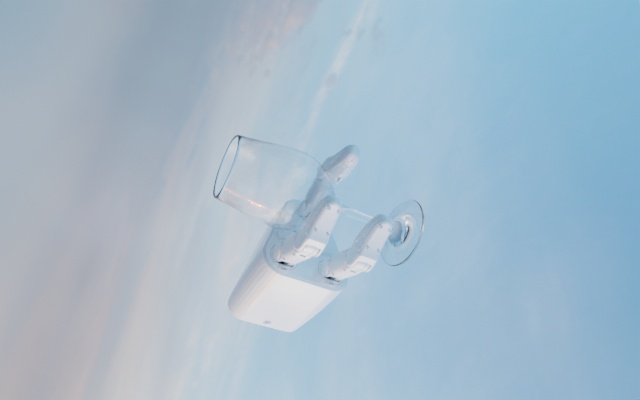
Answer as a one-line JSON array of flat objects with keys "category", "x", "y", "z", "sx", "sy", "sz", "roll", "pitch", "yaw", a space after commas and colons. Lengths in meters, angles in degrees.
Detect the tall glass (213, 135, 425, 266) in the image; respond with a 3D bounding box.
[{"category": "tall glass", "x": 0.001, "y": 0.002, "z": 0.471, "sx": 0.201, "sy": 0.079, "sz": 0.079, "roll": 21, "pitch": -8, "yaw": -22}]
